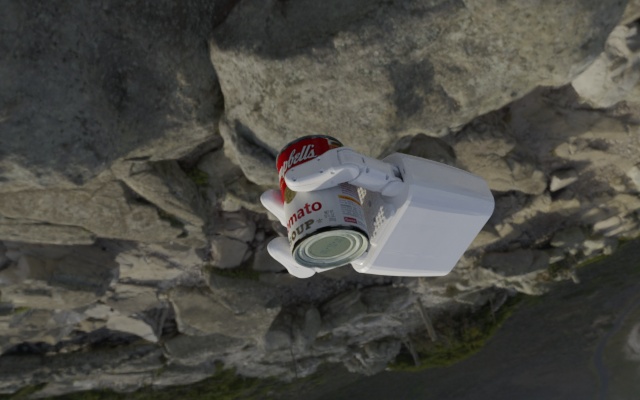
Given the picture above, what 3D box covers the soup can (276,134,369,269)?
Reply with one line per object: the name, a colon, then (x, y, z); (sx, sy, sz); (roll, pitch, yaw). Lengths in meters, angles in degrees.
soup can: (0.000, 0.001, 0.425); (0.068, 0.102, 0.069); (-8, -35, -6)
